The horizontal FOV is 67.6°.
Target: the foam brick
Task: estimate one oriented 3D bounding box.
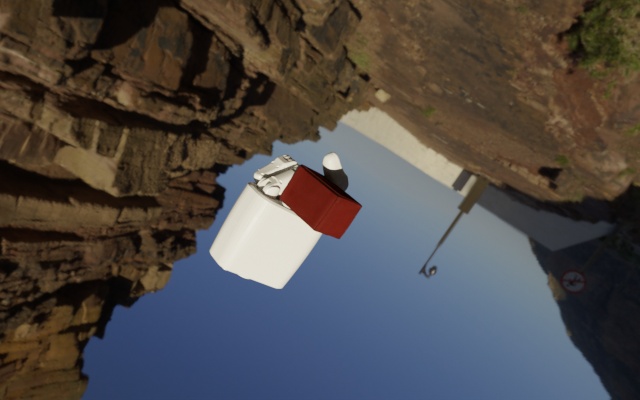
[{"bbox_3d":[0.000,0.002,0.576,0.053,0.051,0.078,24,12,-49],"label":"foam brick"}]
